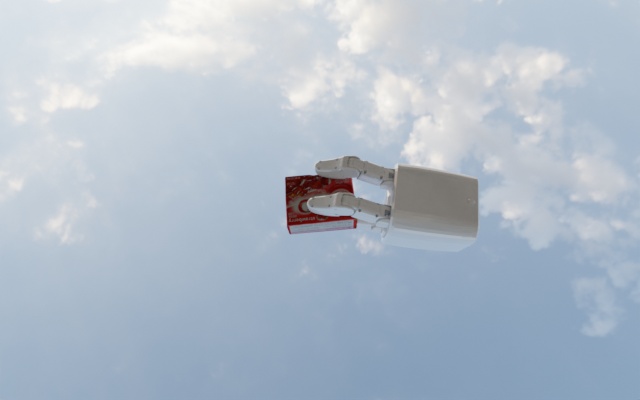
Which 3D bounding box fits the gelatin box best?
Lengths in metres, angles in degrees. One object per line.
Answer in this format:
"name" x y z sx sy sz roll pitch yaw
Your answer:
"gelatin box" 0.000 0.002 0.614 0.089 0.073 0.030 -5 -30 1
